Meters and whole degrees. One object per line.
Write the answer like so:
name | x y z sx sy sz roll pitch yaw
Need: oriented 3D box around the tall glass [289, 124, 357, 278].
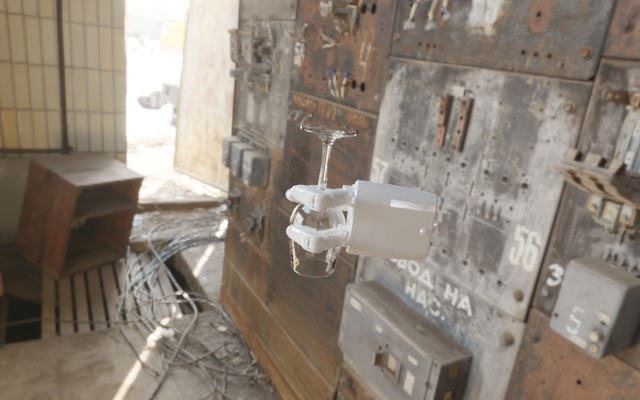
tall glass | 0.000 0.001 0.653 0.079 0.201 0.079 6 17 -2
